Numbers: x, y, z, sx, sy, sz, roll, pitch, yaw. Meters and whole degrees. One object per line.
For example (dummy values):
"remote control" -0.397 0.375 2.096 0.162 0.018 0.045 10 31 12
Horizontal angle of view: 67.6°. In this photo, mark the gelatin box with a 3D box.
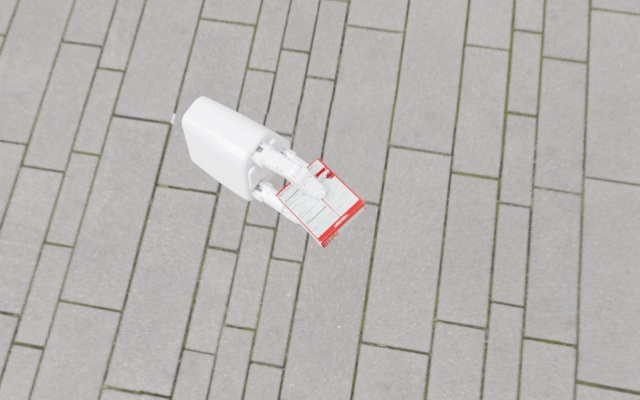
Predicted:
"gelatin box" 0.000 0.002 0.593 0.089 0.073 0.030 45 -7 20
